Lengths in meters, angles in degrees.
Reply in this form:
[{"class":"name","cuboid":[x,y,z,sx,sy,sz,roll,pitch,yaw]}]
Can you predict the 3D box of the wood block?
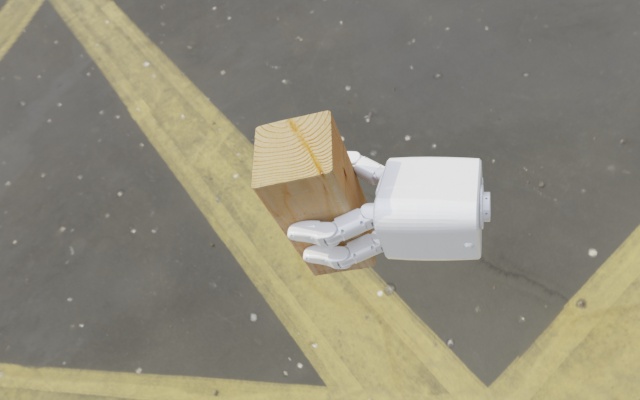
[{"class":"wood block","cuboid":[0.000,0.002,0.581,0.090,0.090,0.206,-11,-37,13]}]
